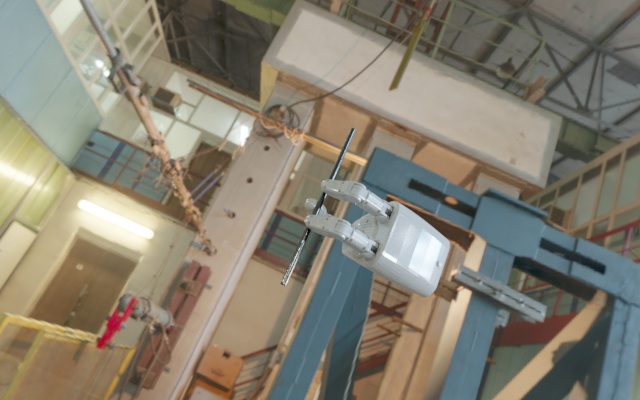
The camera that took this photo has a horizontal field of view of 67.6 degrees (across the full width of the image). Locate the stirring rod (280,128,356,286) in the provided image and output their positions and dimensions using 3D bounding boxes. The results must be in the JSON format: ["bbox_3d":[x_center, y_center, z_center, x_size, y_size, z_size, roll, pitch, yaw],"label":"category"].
[{"bbox_3d":[0.000,0.002,0.636,0.011,0.239,0.011,21,-21,8],"label":"stirring rod"}]
